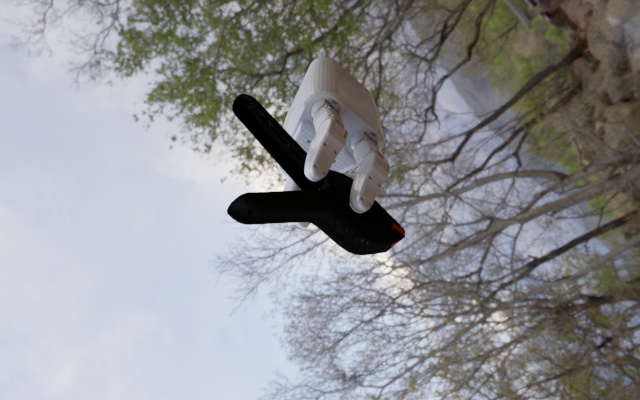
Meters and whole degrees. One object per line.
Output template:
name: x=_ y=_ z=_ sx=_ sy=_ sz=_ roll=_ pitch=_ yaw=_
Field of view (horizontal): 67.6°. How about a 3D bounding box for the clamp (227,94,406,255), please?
clamp: x=0.000 y=0.002 z=0.437 sx=0.210 sy=0.164 sz=0.036 roll=34 pitch=-60 yaw=-24
